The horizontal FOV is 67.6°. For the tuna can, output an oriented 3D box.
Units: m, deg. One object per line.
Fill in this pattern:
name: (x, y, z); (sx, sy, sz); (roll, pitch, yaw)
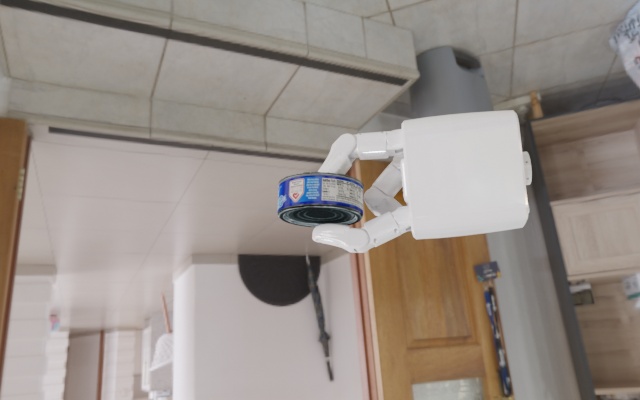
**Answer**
tuna can: (0.000, 0.002, 0.472); (0.086, 0.033, 0.086); (1, -16, 0)
